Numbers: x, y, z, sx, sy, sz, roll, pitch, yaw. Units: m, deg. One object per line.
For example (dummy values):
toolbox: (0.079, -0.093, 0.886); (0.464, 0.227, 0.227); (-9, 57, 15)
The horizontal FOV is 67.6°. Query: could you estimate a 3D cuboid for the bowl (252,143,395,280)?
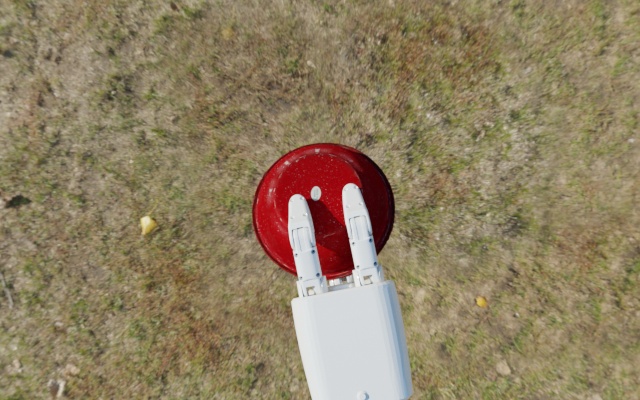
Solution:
bowl: (-0.001, 0.000, 0.512); (0.162, 0.162, 0.055); (0, -17, 6)
